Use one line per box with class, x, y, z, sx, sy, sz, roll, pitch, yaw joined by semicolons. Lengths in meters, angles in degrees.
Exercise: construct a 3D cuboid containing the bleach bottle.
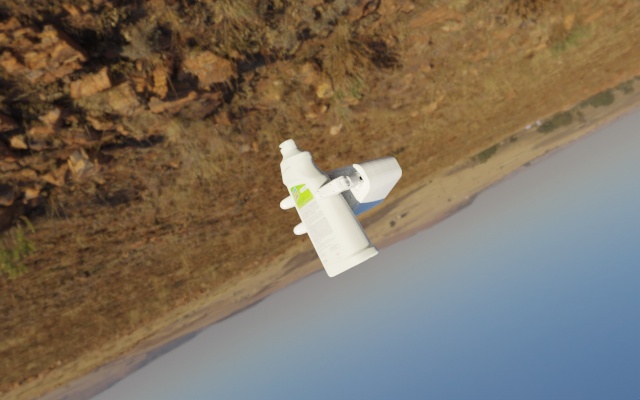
bleach bottle;0.000;0.003;0.842;0.068;0.251;0.102;-20;-11;-43
